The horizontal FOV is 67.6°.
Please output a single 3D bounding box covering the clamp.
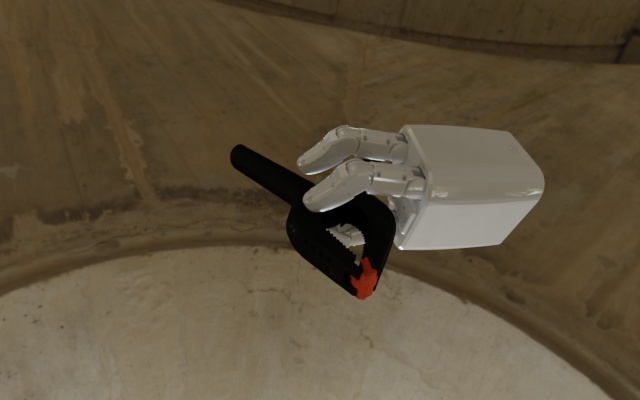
[{"bbox_3d":[0.000,0.002,0.434,0.164,0.036,0.209,-2,38,-8],"label":"clamp"}]
